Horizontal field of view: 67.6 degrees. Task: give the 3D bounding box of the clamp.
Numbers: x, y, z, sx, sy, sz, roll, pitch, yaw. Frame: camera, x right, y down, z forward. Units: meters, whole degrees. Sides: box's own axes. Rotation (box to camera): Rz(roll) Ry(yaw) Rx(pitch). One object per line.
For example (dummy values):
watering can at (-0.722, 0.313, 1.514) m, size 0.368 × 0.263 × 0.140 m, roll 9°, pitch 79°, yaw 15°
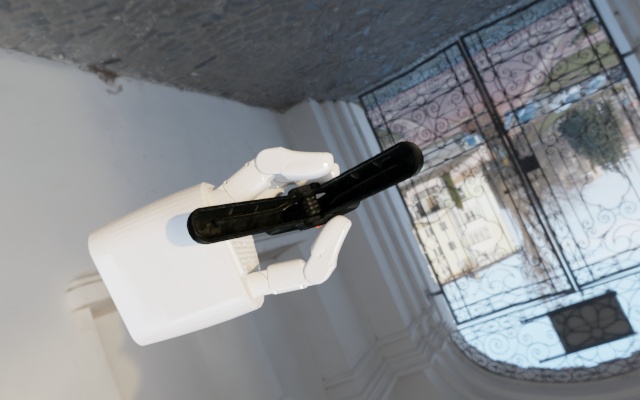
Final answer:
clamp at (0.000, 0.002, 0.404) m, size 0.164 × 0.036 × 0.210 m, roll -18°, pitch -6°, yaw 5°
